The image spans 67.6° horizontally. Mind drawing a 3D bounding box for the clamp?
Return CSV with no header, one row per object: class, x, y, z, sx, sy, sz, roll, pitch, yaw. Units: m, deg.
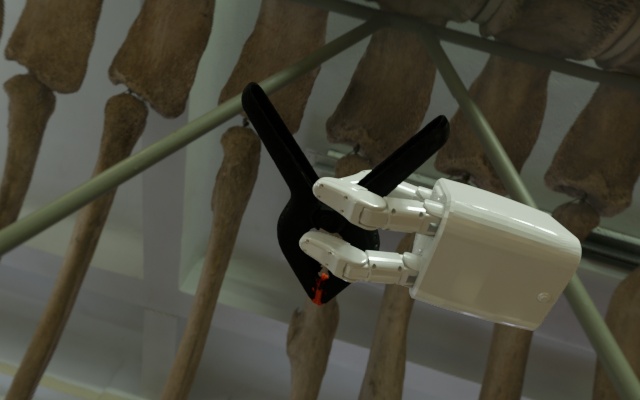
clamp,0.000,0.001,0.417,0.164,0.210,0.036,18,33,7
